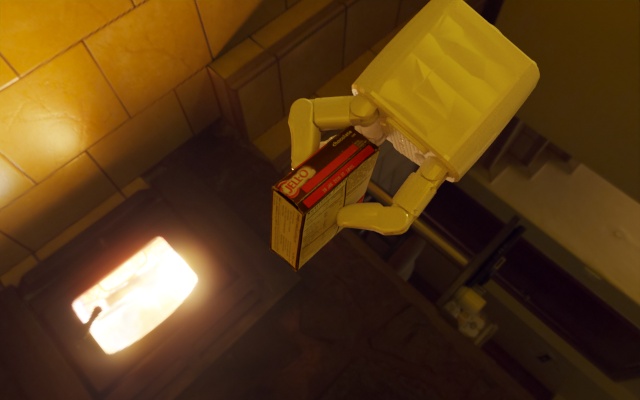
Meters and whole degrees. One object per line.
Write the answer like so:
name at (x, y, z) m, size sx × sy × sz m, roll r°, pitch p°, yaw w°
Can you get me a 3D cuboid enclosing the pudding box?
pudding box at (0.000, 0.001, 0.409) m, size 0.090 × 0.039 × 0.114 m, roll -40°, pitch -21°, yaw -26°
